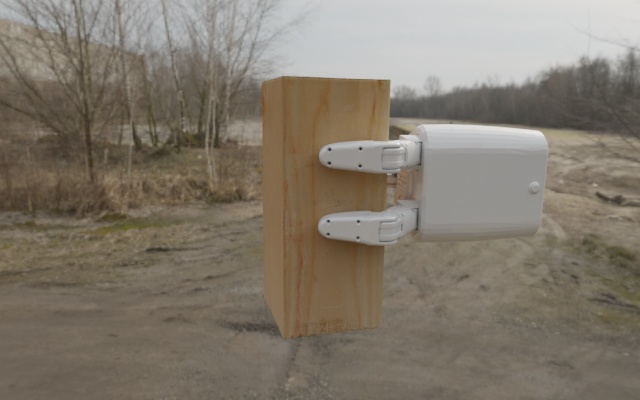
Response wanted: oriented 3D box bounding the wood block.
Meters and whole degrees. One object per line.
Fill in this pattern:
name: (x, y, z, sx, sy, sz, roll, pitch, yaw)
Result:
wood block: (0.000, 0.001, 0.417, 0.090, 0.206, 0.091, -2, 12, -16)
